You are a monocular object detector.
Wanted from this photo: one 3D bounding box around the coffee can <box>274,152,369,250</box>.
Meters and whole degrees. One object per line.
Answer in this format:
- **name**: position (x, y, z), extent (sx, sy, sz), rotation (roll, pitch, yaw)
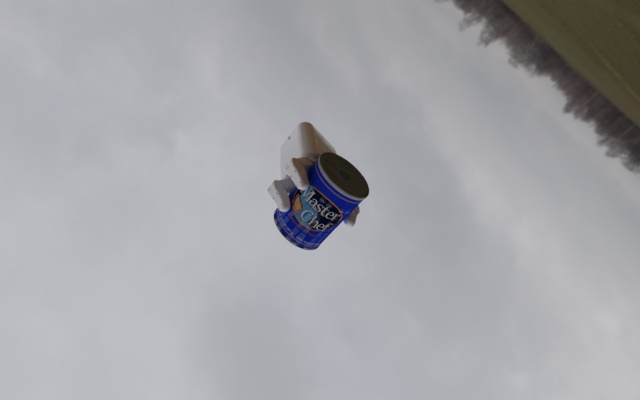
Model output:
- **coffee can**: position (0.000, 0.003, 0.815), extent (0.103, 0.102, 0.140), rotation (0, -41, -50)
